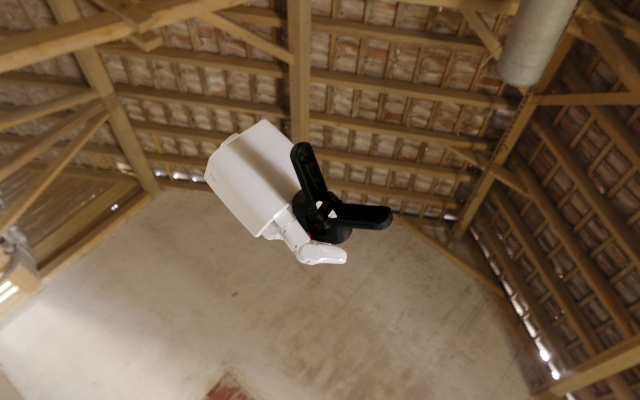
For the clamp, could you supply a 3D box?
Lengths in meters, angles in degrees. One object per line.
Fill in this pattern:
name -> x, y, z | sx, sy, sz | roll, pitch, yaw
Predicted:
clamp -> 0.001, 0.001, 0.525 | 0.039, 0.120, 0.171 | -43, 2, -25
